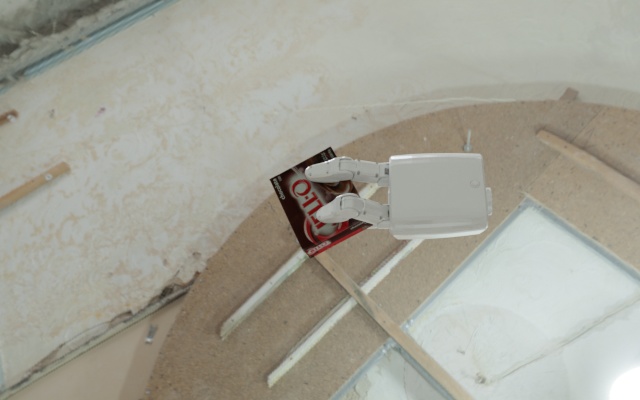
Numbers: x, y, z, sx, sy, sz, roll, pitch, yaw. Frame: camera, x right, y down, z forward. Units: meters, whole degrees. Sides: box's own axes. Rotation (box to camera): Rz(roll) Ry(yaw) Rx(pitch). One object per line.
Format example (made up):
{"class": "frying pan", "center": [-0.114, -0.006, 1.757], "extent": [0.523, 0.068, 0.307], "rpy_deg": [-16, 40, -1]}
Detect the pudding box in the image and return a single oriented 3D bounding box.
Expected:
{"class": "pudding box", "center": [0.000, 0.002, 0.592], "extent": [0.090, 0.113, 0.039], "rpy_deg": [-28, -29, 0]}
